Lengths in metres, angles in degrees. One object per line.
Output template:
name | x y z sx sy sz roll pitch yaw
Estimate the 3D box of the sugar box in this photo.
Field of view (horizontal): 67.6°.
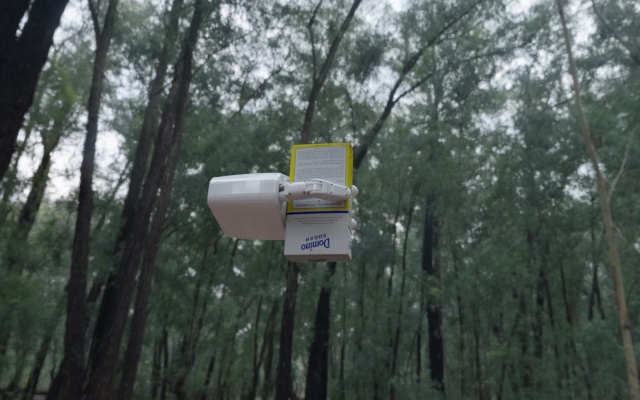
sugar box | 0.000 0.002 0.706 0.093 0.176 0.048 -1 -21 11
